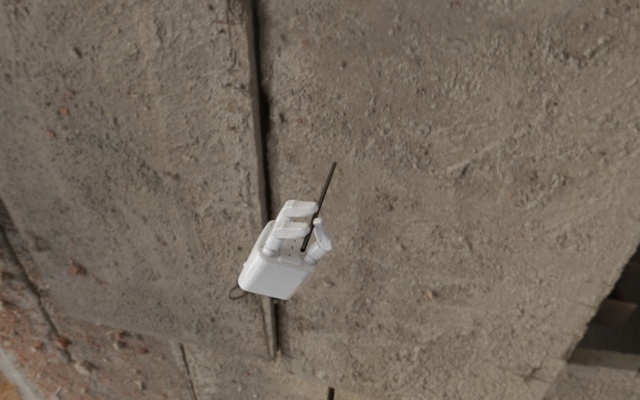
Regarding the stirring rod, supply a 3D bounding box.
[{"bbox_3d":[0.000,0.003,0.814,0.011,0.011,0.239,0,37,17],"label":"stirring rod"}]
